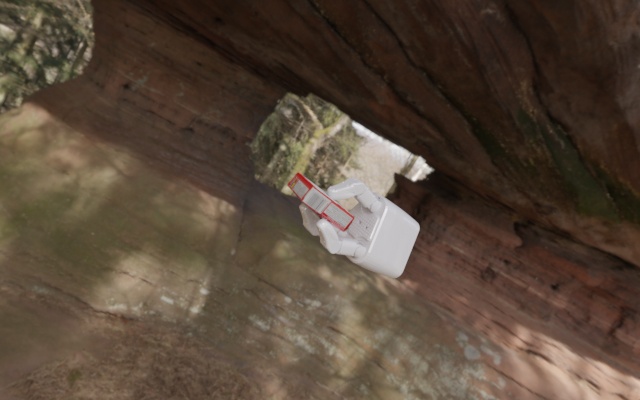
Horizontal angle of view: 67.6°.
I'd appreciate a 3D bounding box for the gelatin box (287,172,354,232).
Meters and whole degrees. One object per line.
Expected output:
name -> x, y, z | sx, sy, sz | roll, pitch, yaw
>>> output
gelatin box -> 0.000, 0.002, 0.706 | 0.089, 0.030, 0.073 | 37, 4, -28
